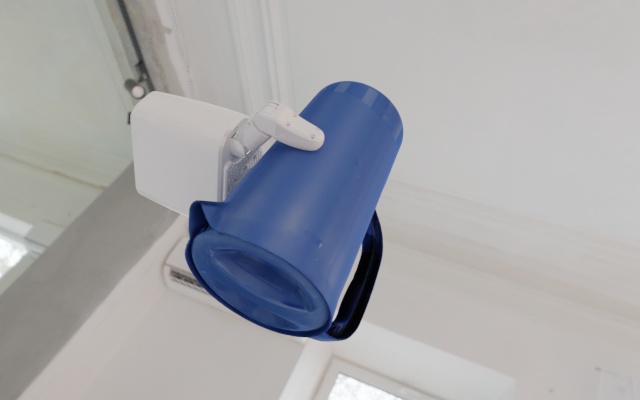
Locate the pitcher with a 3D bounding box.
[{"bbox_3d":[0.000,0.001,0.457,0.145,0.242,0.149,19,-39,15],"label":"pitcher"}]
